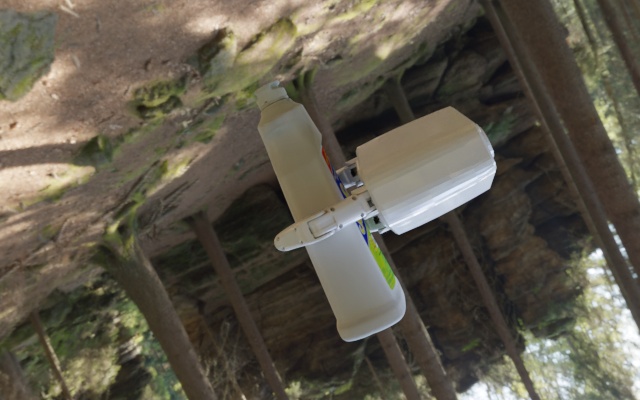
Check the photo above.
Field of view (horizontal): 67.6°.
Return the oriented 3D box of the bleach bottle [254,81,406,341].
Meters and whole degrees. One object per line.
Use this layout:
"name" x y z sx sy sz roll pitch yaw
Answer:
"bleach bottle" 0.000 0.002 0.468 0.068 0.251 0.102 -26 2 11
